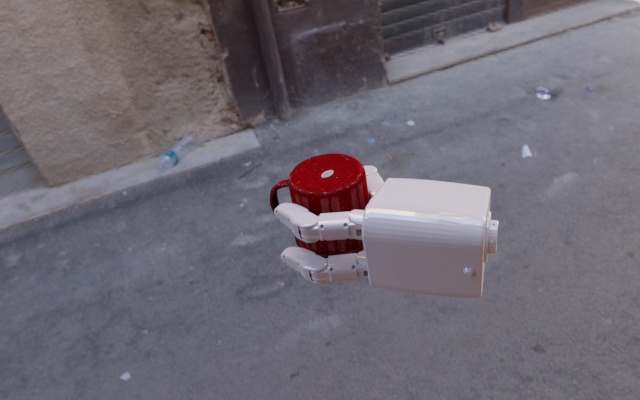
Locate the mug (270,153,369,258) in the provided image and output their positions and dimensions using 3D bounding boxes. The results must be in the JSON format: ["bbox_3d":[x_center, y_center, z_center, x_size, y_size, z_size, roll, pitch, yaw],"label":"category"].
[{"bbox_3d":[-0.001,0.001,0.518,0.117,0.082,0.093,4,37,20],"label":"mug"}]
